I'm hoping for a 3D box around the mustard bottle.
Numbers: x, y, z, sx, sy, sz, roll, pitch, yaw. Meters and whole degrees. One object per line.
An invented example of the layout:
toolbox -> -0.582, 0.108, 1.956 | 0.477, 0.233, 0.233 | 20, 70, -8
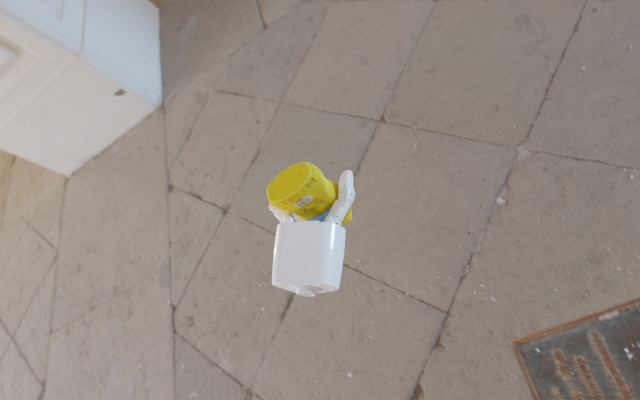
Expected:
mustard bottle -> 0.000, 0.002, 0.847 | 0.096, 0.058, 0.192 | -33, -37, 21
